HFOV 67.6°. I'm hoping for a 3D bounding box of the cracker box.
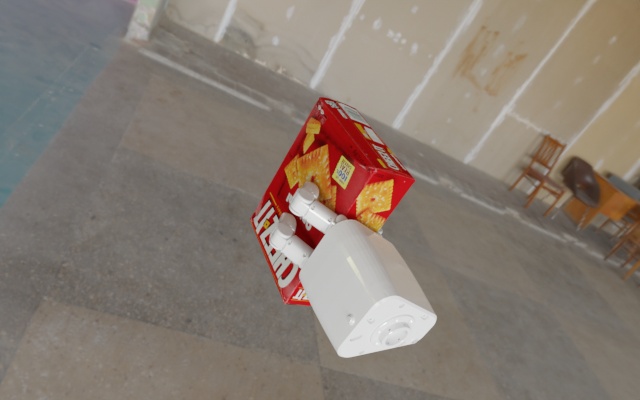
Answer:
[{"bbox_3d":[0.000,0.002,0.604,0.072,0.214,0.164,13,32,-36],"label":"cracker box"}]
